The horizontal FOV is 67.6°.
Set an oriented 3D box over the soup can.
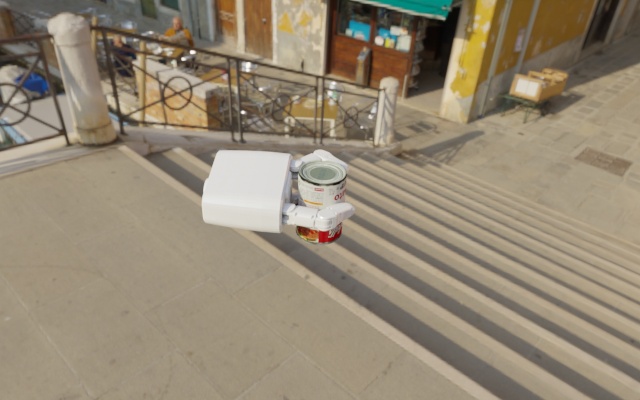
[{"bbox_3d":[0.001,0.002,0.672,0.068,0.102,0.068,3,34,-2],"label":"soup can"}]
